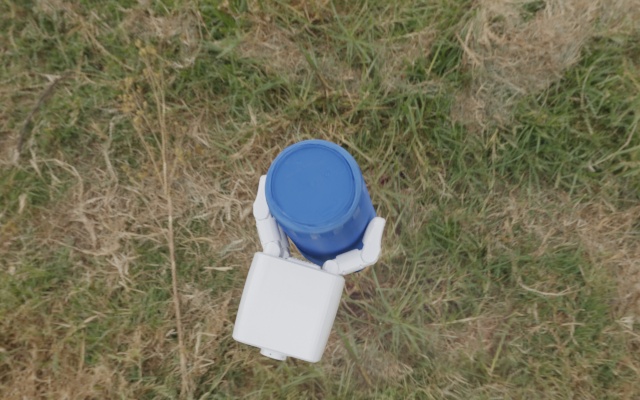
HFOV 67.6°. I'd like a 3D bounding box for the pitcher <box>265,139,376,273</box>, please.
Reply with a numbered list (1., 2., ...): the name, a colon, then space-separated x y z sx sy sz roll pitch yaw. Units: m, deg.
1. pitcher: 0.000 0.002 0.625 0.149 0.145 0.243 15 -11 11
